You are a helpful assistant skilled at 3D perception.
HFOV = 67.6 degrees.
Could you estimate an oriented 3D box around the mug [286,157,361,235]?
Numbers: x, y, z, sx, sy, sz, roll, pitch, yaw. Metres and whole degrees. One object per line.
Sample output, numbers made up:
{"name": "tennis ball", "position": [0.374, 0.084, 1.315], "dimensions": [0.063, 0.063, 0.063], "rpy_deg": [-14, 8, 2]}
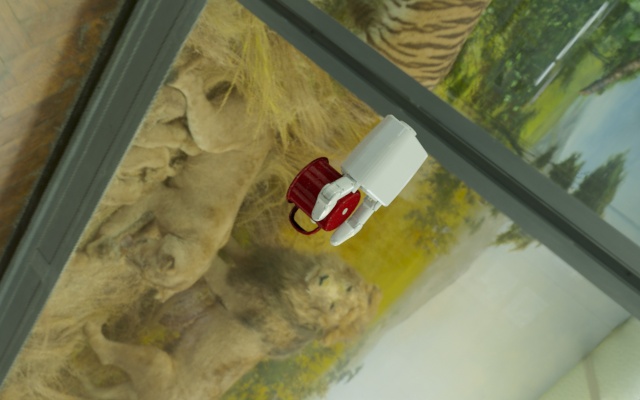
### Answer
{"name": "mug", "position": [-0.001, 0.004, 0.737], "dimensions": [0.081, 0.117, 0.093], "rpy_deg": [42, 5, 18]}
